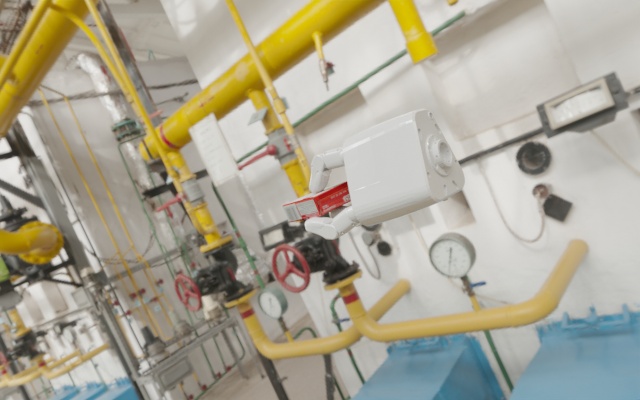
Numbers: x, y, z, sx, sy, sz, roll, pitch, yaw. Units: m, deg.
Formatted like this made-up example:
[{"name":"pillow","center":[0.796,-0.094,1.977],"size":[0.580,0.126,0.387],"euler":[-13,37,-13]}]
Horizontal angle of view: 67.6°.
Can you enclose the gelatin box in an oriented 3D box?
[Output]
[{"name":"gelatin box","center":[0.000,0.002,0.677],"size":[0.073,0.030,0.089],"euler":[-25,6,-34]}]
